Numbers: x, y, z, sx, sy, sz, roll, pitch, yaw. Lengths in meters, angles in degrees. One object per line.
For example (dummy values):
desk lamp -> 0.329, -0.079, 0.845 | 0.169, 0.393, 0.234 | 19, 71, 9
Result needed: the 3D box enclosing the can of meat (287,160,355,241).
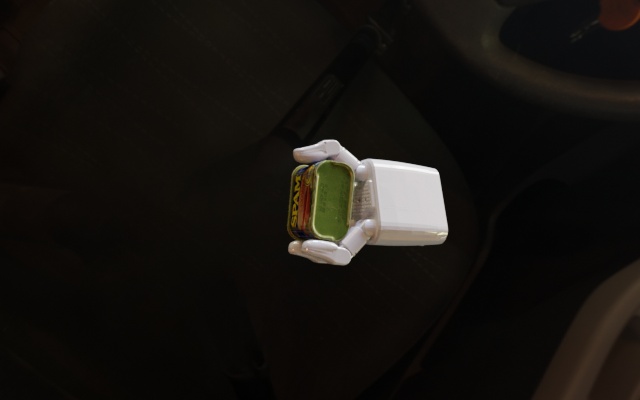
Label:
can of meat -> 0.000, 0.002, 0.607 | 0.057, 0.102, 0.084 | 7, -5, -22
